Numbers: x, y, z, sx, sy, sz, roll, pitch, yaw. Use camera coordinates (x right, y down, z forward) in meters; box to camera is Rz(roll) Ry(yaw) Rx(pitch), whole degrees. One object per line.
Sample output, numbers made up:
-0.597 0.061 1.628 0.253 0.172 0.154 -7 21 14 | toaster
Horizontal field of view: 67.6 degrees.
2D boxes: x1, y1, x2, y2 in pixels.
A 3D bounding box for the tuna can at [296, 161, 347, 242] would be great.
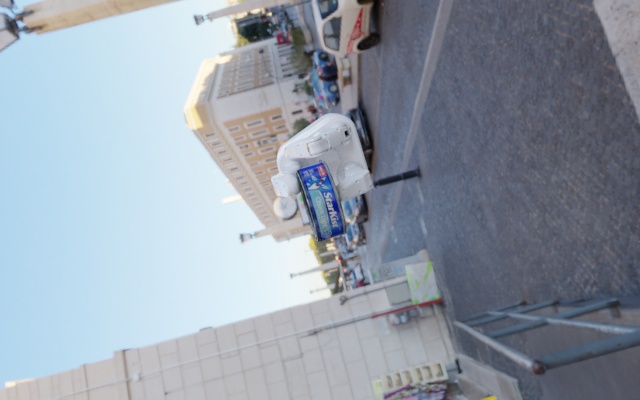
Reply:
0.000 0.002 0.534 0.034 0.086 0.086 -17 1 -5 | tuna can
